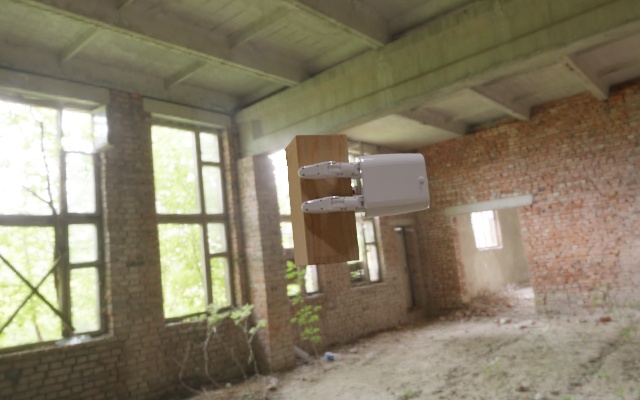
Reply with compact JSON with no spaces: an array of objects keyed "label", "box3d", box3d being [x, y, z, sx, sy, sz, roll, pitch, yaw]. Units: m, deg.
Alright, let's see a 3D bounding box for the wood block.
[{"label":"wood block","box3d":[0.000,0.002,0.797,0.090,0.206,0.091,-3,-8,-16]}]
